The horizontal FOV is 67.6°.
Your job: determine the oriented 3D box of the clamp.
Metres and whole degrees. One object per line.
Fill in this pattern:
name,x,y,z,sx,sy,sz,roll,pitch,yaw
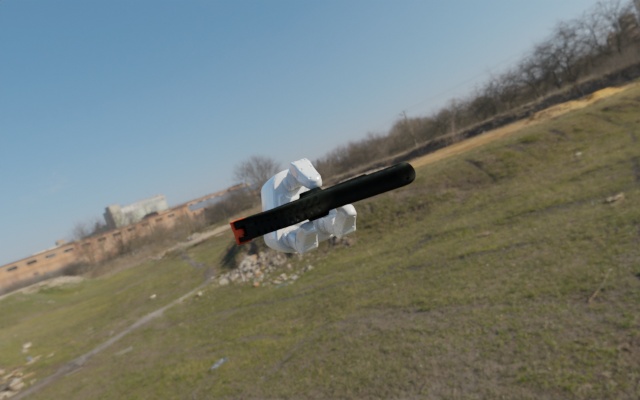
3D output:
clamp,-0.001,0.001,0.560,0.210,0.036,0.164,-20,1,-19
